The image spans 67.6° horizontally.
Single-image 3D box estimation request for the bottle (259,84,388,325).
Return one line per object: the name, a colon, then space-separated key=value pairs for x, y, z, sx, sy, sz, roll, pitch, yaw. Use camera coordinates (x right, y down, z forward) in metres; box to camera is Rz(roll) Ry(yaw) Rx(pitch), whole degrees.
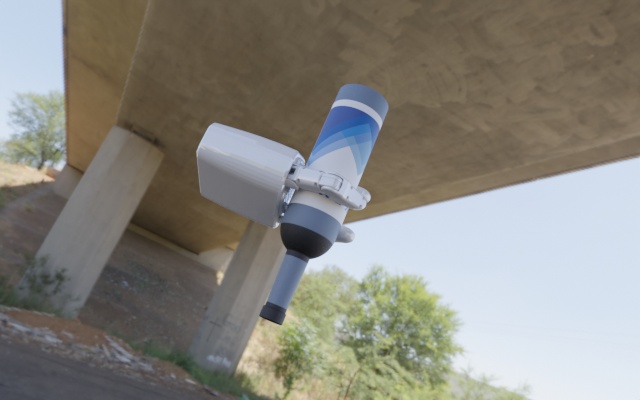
bottle: x=0.000 y=0.002 z=0.563 sx=0.069 sy=0.295 sz=0.069 roll=21 pitch=-17 yaw=7
